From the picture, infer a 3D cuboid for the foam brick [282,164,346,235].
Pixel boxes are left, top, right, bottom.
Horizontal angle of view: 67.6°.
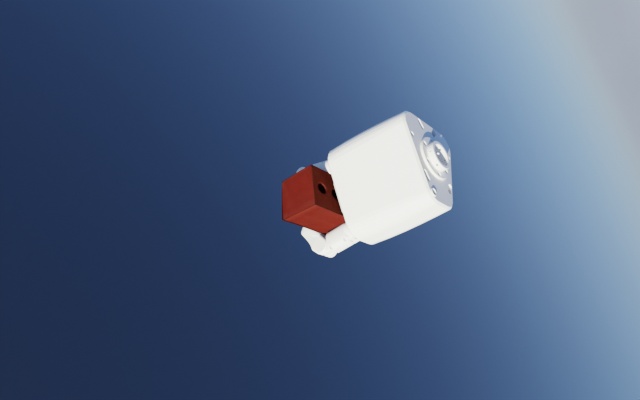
[{"bbox_3d":[0.000,0.002,0.555,0.051,0.053,0.078,-27,-35,37],"label":"foam brick"}]
